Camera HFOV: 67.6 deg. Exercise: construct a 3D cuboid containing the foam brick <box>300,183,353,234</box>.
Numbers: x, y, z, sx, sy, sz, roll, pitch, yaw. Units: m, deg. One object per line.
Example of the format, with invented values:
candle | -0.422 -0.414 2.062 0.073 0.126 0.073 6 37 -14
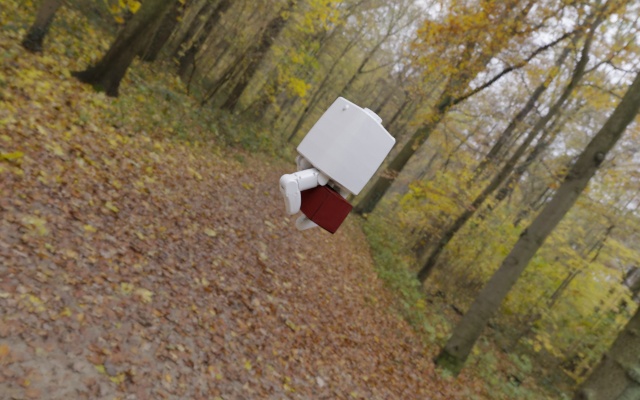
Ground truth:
foam brick | 0.000 0.003 0.708 0.053 0.051 0.078 33 7 -39
